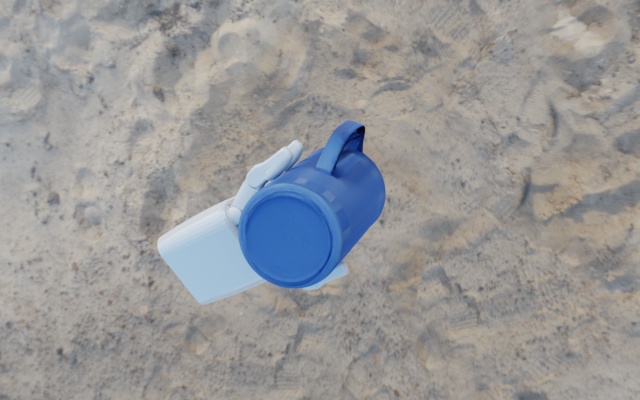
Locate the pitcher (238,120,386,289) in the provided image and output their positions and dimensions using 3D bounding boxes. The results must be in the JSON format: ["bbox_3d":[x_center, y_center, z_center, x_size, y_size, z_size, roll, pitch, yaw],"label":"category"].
[{"bbox_3d":[0.000,0.002,0.567,0.145,0.149,0.242,-24,5,18],"label":"pitcher"}]
